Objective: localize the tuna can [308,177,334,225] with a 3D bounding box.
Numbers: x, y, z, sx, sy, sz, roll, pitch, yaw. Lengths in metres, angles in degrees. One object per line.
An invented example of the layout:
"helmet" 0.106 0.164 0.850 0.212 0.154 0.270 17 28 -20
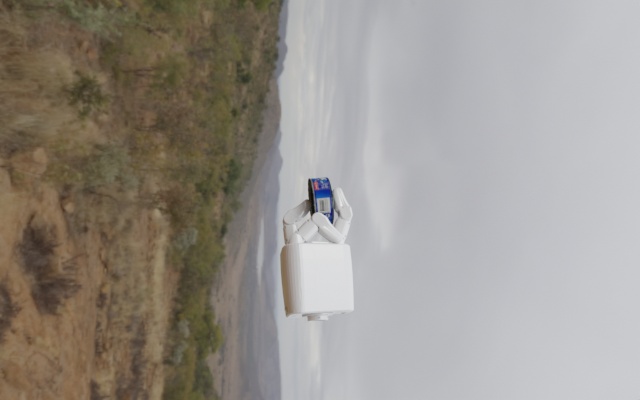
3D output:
"tuna can" 0.001 0.003 0.822 0.034 0.086 0.086 -6 1 -7
